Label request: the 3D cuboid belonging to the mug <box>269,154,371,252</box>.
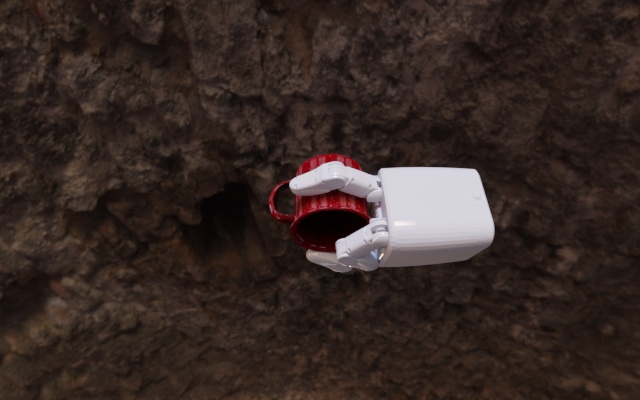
[{"bbox_3d":[-0.001,0.002,0.546,0.117,0.081,0.093,0,-35,-3],"label":"mug"}]
